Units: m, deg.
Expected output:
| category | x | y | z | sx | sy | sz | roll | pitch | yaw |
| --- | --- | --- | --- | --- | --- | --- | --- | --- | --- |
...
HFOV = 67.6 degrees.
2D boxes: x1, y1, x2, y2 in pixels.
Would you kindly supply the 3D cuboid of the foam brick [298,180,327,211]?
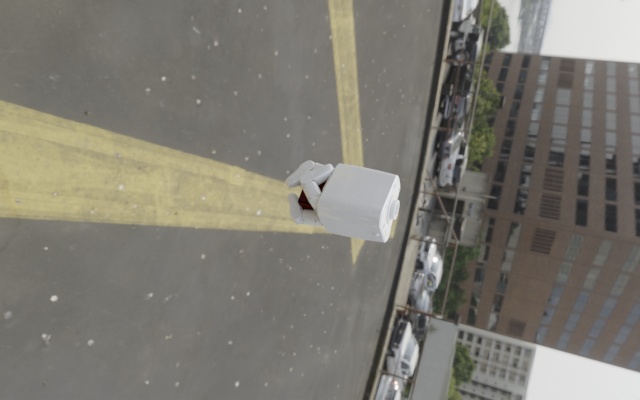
| category | x | y | z | sx | sy | sz | roll | pitch | yaw |
| --- | --- | --- | --- | --- | --- | --- | --- | --- | --- |
| foam brick | 0.000 | 0.003 | 0.848 | 0.051 | 0.053 | 0.078 | 11 | -24 | 20 |
